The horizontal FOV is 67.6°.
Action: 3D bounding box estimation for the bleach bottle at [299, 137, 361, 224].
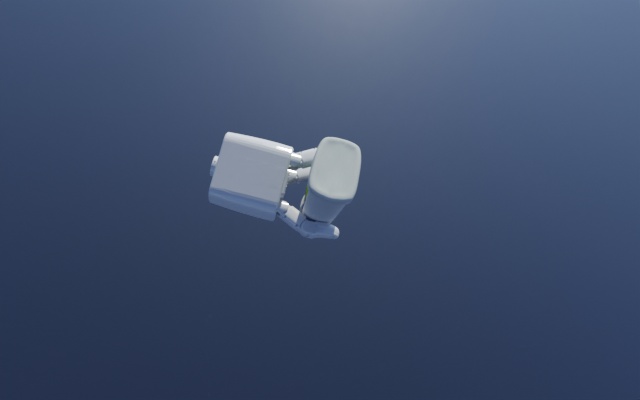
[{"bbox_3d":[0.000,0.002,0.763,0.068,0.102,0.251,15,-25,-5],"label":"bleach bottle"}]
